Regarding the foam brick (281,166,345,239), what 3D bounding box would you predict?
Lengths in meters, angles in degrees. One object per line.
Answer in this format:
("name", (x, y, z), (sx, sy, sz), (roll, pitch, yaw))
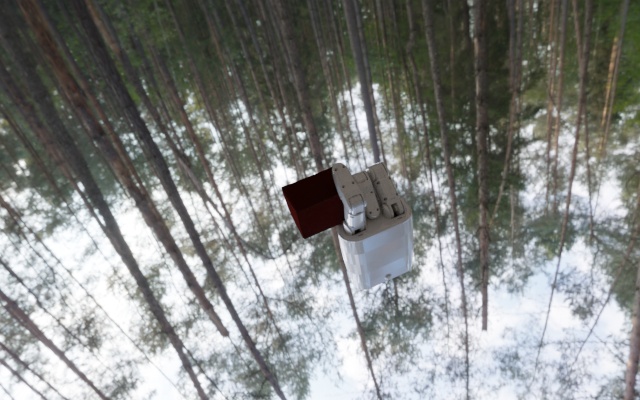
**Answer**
("foam brick", (0.000, 0.002, 0.592), (0.078, 0.051, 0.053), (-22, 46, -10))
